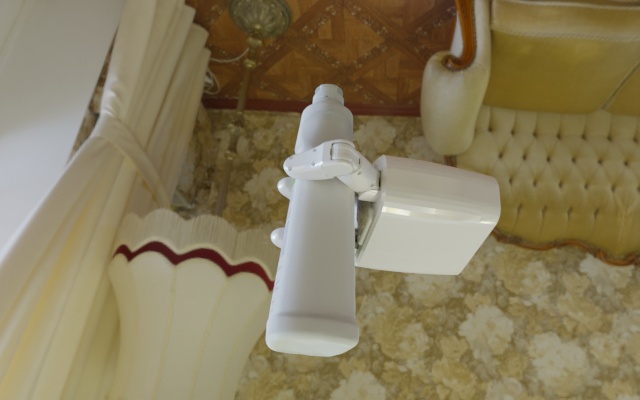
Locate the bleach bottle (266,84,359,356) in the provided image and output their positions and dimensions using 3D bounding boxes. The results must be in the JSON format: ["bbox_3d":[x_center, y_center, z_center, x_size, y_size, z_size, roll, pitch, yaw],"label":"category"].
[{"bbox_3d":[0.000,0.001,0.422,0.068,0.250,0.103,8,-25,-7],"label":"bleach bottle"}]
